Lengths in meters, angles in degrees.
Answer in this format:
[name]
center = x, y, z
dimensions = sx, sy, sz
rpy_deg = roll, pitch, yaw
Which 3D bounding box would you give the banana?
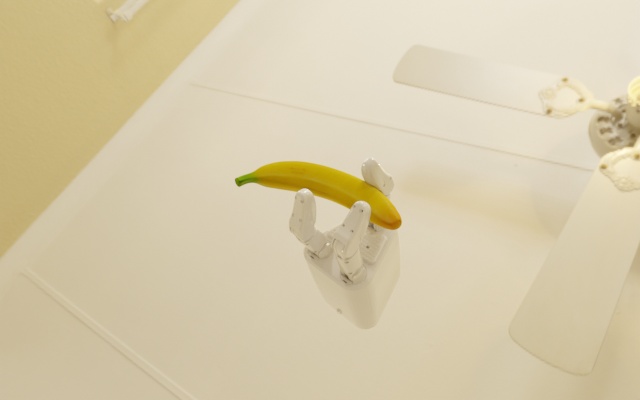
[banana]
center = 0.004, -0.011, 0.549
dimensions = 0.198, 0.037, 0.069
rpy_deg = 14, 46, 19
